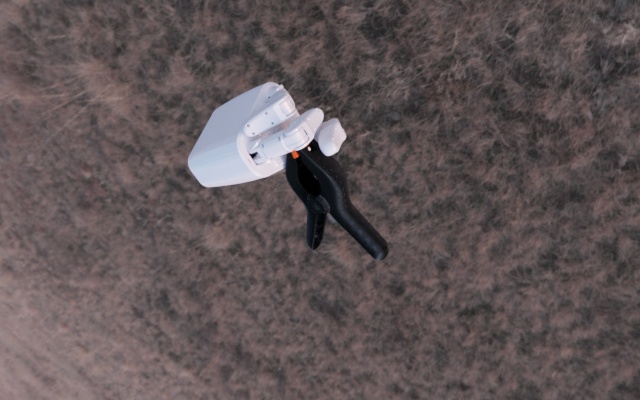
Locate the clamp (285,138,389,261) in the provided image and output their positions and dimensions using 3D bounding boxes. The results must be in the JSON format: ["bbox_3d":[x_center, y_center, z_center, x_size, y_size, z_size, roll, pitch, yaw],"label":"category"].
[{"bbox_3d":[0.000,0.002,0.562,0.120,0.171,0.039,-10,27,42],"label":"clamp"}]
